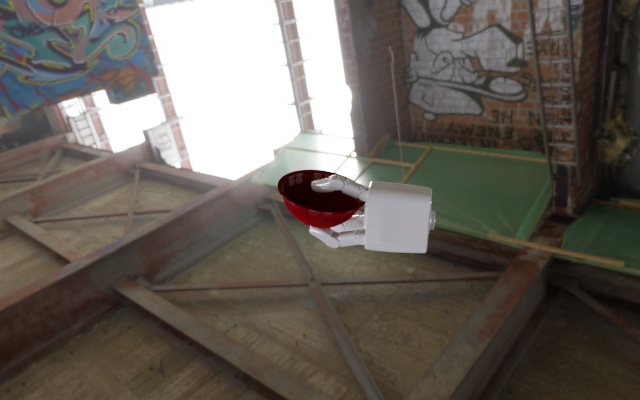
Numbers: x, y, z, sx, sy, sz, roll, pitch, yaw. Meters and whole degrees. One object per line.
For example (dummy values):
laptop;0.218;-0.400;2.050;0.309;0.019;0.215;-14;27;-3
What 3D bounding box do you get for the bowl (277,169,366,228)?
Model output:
bowl;-0.001;0.003;0.858;0.162;0.055;0.162;8;29;-4
